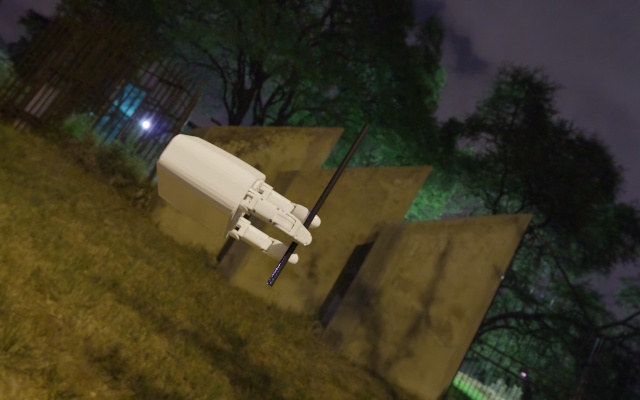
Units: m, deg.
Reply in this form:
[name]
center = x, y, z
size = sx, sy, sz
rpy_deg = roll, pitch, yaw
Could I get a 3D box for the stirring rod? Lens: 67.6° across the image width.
[stirring rod]
center = 0.000, 0.002, 0.598
size = 0.011, 0.239, 0.011
rpy_deg = 30, -12, 7
